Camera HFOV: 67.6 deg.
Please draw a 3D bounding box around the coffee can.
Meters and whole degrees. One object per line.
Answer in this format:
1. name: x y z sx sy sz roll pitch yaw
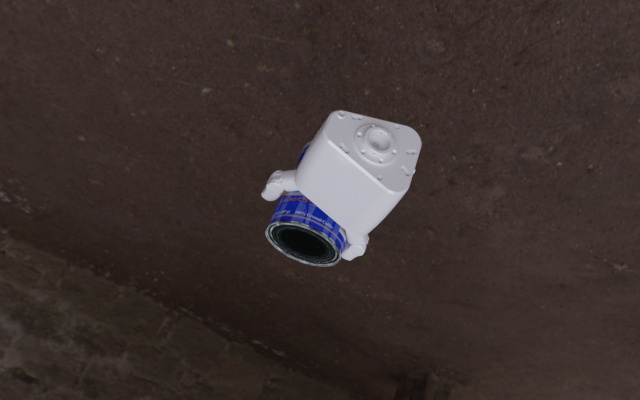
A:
1. coffee can: 0.000 0.002 0.640 0.103 0.140 0.103 16 -31 10
